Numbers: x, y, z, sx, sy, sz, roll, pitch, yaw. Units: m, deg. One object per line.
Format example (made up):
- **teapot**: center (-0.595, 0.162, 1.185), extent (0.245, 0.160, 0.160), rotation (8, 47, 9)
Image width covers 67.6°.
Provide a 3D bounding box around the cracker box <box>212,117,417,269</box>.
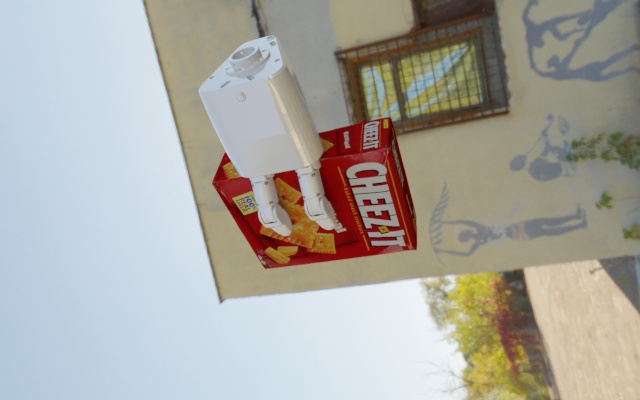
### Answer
- **cracker box**: center (0.000, 0.002, 0.594), extent (0.214, 0.164, 0.072), rotation (-9, 40, 17)
